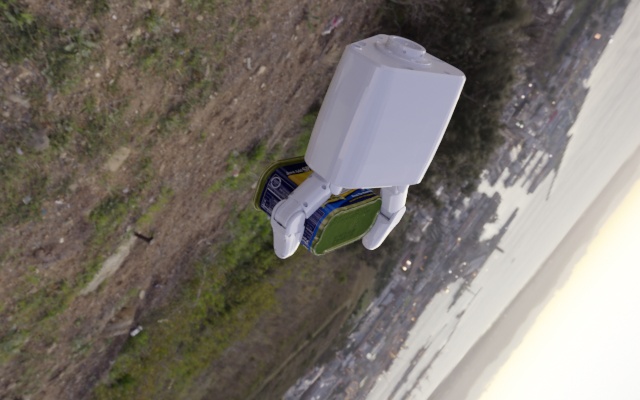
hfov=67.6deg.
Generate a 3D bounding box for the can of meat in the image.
[{"bbox_3d":[0.000,0.002,0.466,0.084,0.057,0.102,38,33,27],"label":"can of meat"}]
